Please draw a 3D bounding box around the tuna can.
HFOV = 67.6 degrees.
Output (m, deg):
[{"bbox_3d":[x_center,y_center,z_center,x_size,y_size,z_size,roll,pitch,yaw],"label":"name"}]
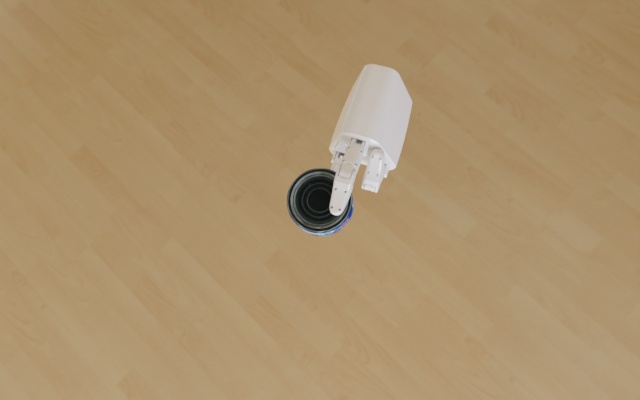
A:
[{"bbox_3d":[0.000,0.002,0.616,0.086,0.086,0.034,0,-10,6],"label":"tuna can"}]
